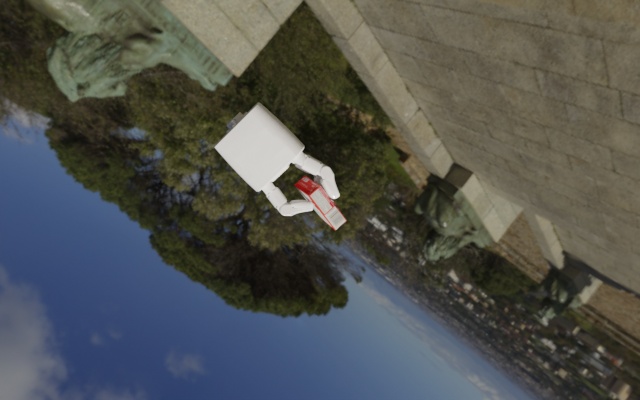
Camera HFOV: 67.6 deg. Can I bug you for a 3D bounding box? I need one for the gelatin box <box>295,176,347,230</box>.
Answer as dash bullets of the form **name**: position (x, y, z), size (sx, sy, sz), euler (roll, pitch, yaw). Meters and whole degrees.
- **gelatin box**: position (0.000, 0.003, 0.844), size (0.030, 0.089, 0.073), euler (-40, 26, -6)
